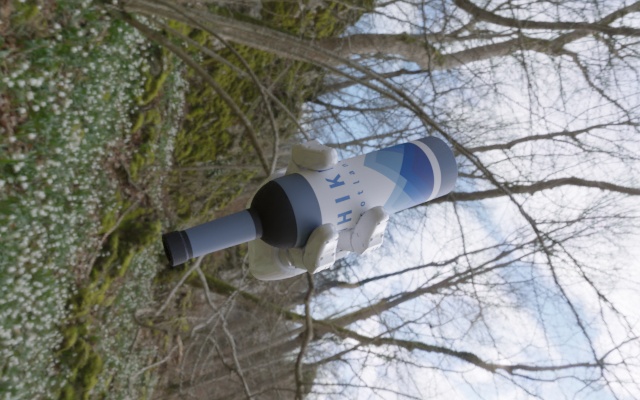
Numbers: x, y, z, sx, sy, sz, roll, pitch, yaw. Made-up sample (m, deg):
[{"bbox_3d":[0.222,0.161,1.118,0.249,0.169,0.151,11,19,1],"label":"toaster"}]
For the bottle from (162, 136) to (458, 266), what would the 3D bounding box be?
[{"bbox_3d":[0.000,0.001,0.455,0.295,0.069,0.069,-17,8,-27],"label":"bottle"}]
